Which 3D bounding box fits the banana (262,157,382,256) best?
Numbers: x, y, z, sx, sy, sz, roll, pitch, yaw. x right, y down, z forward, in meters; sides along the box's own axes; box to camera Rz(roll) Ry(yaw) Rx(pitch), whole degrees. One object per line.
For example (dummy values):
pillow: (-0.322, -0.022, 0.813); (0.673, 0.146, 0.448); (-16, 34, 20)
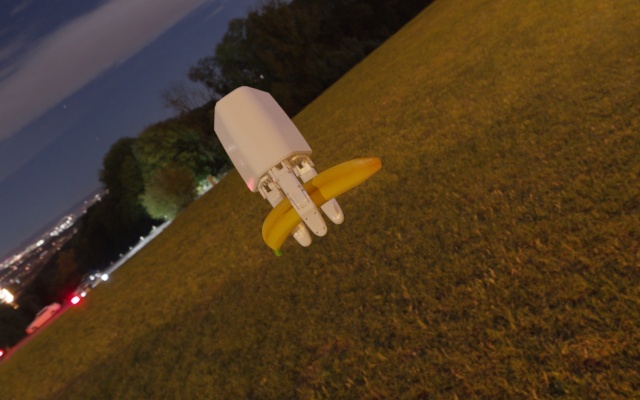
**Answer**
banana: (-0.012, 0.002, 0.610); (0.198, 0.037, 0.069); (-40, -24, 20)
